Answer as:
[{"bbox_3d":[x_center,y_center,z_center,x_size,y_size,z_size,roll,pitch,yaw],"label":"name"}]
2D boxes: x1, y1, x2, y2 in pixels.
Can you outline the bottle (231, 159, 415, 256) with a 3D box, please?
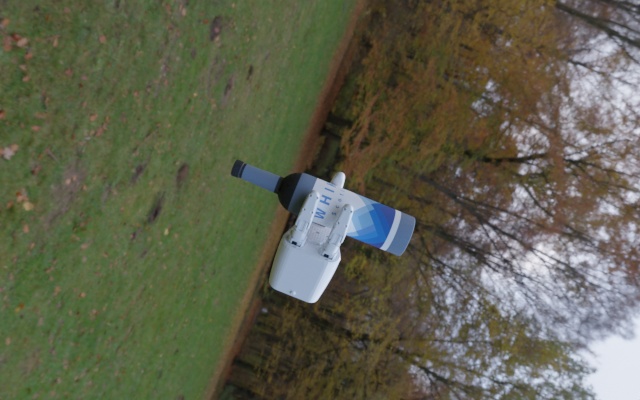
[{"bbox_3d":[0.000,0.002,0.756,0.296,0.069,0.069,22,0,-1],"label":"bottle"}]
